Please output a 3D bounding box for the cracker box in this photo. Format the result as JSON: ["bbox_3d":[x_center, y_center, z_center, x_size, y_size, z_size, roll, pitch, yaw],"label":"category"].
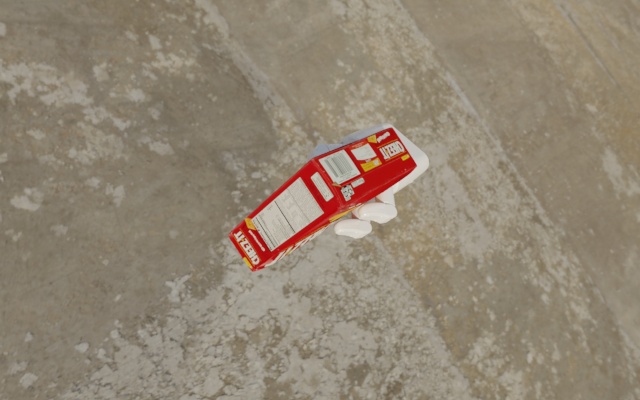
[{"bbox_3d":[0.000,0.002,0.632,0.164,0.072,0.214,-27,-8,-45],"label":"cracker box"}]
